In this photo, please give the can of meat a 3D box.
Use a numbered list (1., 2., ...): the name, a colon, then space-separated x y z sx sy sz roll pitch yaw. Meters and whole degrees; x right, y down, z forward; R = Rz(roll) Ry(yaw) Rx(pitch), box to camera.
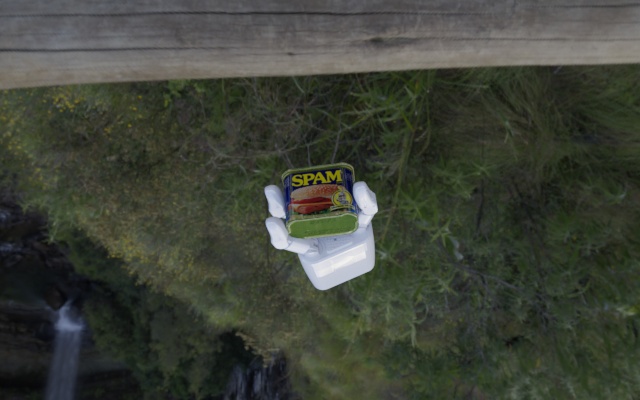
1. can of meat: 0.000 0.002 0.653 0.102 0.084 0.057 -7 -34 2
